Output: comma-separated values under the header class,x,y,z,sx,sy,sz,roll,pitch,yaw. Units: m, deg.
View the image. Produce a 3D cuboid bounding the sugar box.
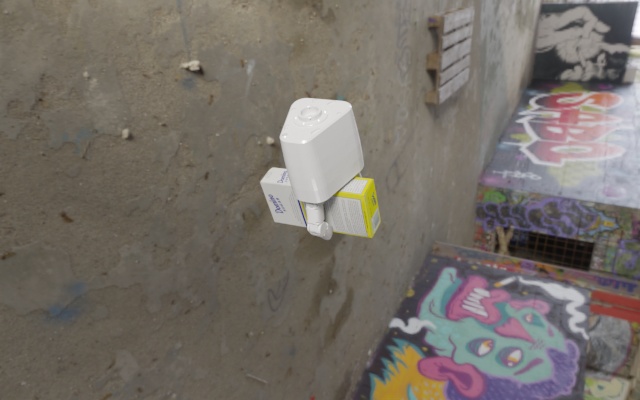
class,x,y,z,sx,sy,sz,roll,pitch,yaw
sugar box,0.000,0.002,0.745,0.176,0.093,0.048,11,47,26
